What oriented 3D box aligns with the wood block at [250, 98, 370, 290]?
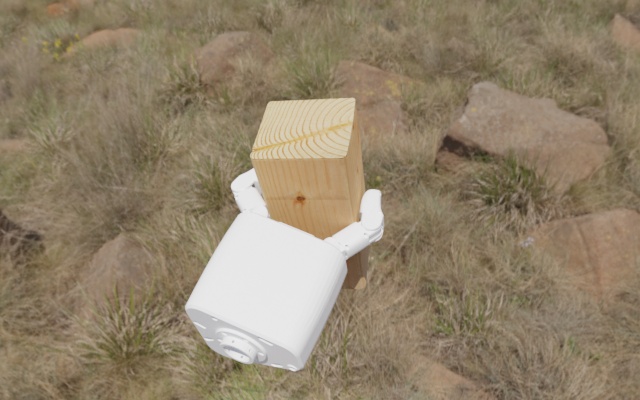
[{"bbox_3d":[0.000,0.002,0.518,0.091,0.090,0.206,0,-43,11],"label":"wood block"}]
